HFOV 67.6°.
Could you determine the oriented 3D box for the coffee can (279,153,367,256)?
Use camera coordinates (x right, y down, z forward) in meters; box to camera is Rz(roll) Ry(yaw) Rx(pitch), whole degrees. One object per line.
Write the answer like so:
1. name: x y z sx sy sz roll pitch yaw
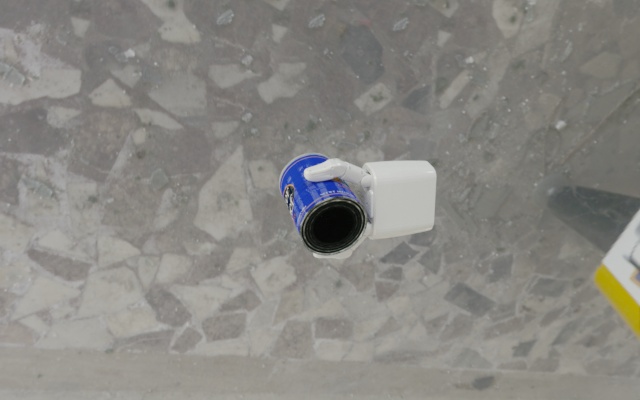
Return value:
1. coffee can: 0.000 0.002 0.740 0.103 0.103 0.140 0 32 -19
